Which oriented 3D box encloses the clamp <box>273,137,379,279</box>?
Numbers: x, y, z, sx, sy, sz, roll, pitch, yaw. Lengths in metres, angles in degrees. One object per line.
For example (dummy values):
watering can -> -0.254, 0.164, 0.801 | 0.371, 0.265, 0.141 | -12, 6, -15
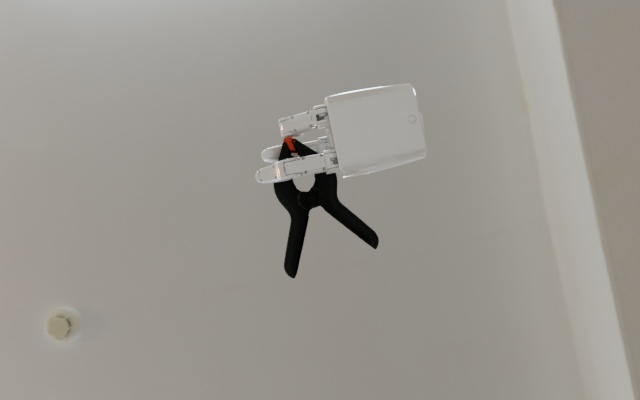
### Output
clamp -> 0.000, 0.002, 0.589 | 0.120, 0.171, 0.039 | -11, -1, -1
